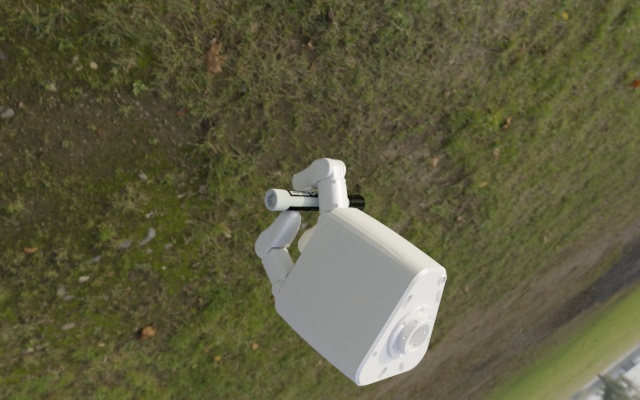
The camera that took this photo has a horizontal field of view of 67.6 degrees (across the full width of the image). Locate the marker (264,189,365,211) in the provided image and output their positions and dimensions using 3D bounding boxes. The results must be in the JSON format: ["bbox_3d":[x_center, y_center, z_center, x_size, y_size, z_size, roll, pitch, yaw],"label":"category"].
[{"bbox_3d":[0.000,0.001,0.456,0.121,0.020,0.020,3,-2,-44],"label":"marker"}]
